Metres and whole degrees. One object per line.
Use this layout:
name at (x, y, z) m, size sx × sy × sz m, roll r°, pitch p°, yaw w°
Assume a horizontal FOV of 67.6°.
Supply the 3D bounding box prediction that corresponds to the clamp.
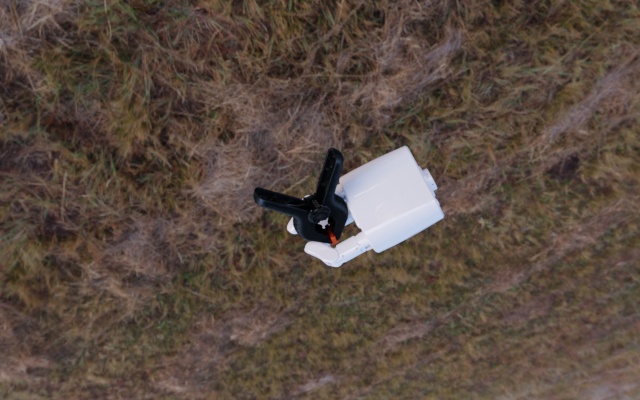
clamp at (0.000, 0.003, 0.635) m, size 0.120 × 0.039 × 0.171 m, roll -29°, pitch -35°, yaw 11°
